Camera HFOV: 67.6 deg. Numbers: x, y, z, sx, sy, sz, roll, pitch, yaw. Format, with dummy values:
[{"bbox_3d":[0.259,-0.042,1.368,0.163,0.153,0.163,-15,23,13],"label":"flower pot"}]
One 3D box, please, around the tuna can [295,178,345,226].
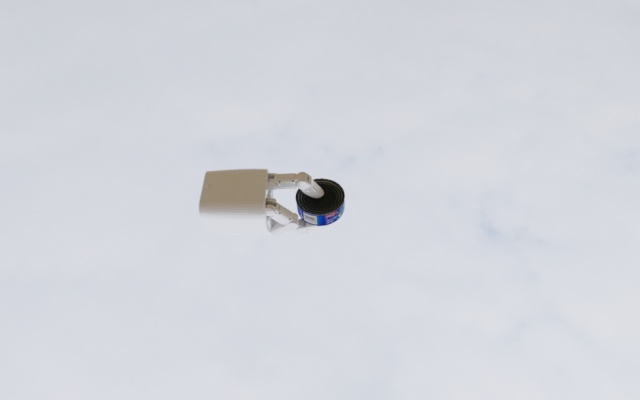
[{"bbox_3d":[0.000,0.003,0.832,0.086,0.086,0.034,0,-42,4],"label":"tuna can"}]
